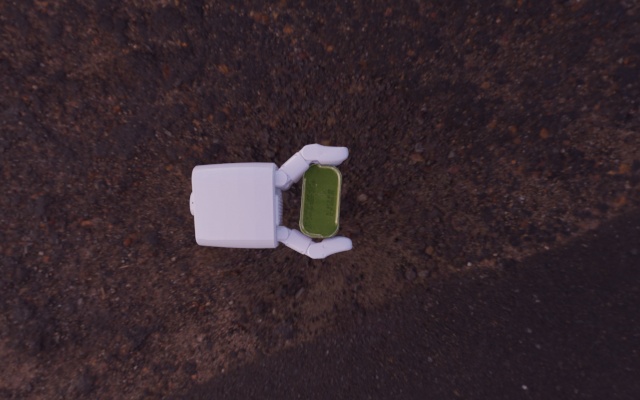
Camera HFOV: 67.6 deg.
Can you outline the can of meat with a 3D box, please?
[{"bbox_3d":[0.000,0.002,0.657,0.057,0.102,0.084,3,-3,0],"label":"can of meat"}]
